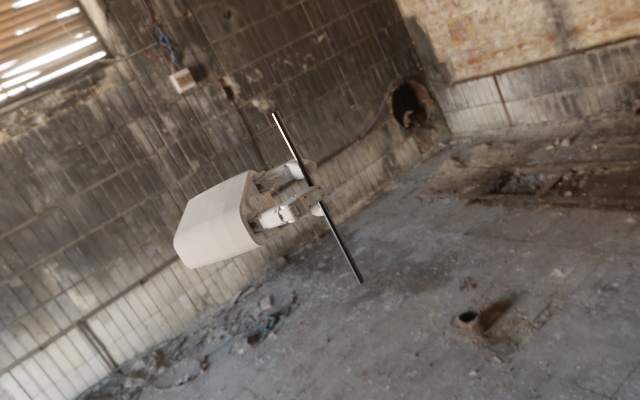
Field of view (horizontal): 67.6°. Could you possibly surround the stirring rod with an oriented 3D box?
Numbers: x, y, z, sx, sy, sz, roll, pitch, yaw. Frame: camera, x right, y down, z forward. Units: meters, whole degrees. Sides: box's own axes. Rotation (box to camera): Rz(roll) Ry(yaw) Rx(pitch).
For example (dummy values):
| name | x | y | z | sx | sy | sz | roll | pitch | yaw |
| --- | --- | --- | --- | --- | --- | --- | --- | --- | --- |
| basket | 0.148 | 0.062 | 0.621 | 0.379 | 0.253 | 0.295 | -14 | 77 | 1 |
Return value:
| name | x | y | z | sx | sy | sz | roll | pitch | yaw |
| --- | --- | --- | --- | --- | --- | --- | --- | --- | --- |
| stirring rod | 0.000 | 0.002 | 0.582 | 0.011 | 0.239 | 0.011 | -25 | 16 | 8 |
